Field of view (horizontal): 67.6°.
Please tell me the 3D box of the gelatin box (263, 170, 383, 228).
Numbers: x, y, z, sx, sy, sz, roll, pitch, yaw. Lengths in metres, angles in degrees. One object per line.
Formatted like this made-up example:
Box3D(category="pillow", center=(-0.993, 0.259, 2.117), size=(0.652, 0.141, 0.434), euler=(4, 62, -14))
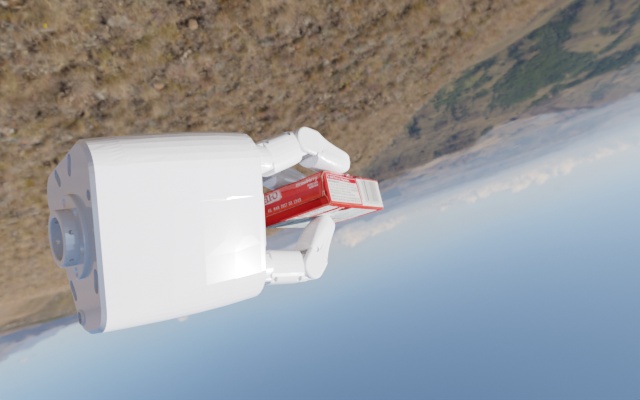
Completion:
Box3D(category="gelatin box", center=(0.000, 0.002, 0.410), size=(0.073, 0.030, 0.089), euler=(-19, -14, 33))
